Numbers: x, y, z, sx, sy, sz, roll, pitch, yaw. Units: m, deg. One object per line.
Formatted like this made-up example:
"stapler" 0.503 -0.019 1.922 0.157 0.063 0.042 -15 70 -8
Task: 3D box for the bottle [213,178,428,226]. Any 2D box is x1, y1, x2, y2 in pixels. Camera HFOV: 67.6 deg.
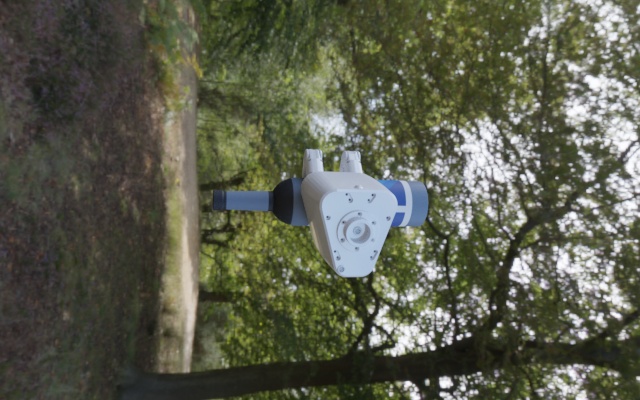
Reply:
"bottle" 0.000 0.002 0.669 0.296 0.069 0.069 1 0 -12
